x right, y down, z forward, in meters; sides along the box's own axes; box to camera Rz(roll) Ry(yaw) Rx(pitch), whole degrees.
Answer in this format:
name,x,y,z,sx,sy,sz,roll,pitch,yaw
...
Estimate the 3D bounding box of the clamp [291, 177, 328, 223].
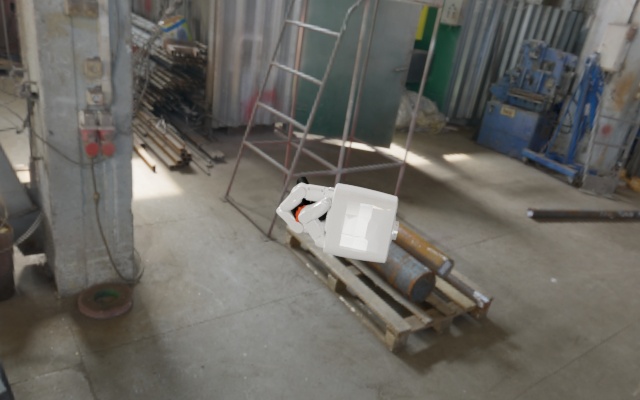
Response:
name,x,y,z,sx,sy,sz,roll,pitch,yaw
clamp,0.000,0.002,0.880,0.120,0.039,0.171,11,24,5
